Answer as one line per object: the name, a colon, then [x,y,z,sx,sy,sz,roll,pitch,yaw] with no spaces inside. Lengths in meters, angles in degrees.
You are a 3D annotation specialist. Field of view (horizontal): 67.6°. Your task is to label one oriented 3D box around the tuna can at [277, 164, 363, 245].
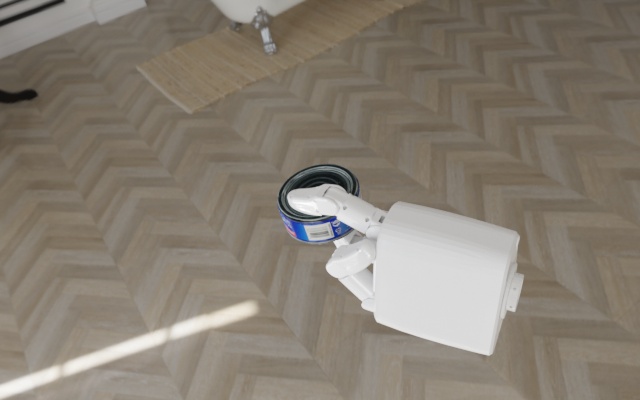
tuna can: [0.000,0.001,0.485,0.086,0.034,0.086,-10,43,9]
